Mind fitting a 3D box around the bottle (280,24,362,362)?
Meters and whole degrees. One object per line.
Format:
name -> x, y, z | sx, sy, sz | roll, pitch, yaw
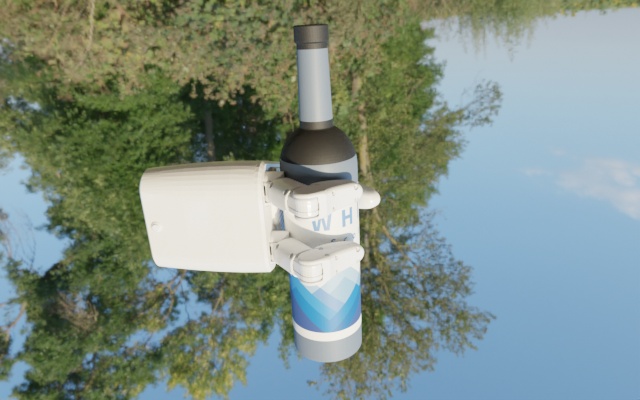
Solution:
bottle -> 0.000, 0.002, 0.422 | 0.069, 0.296, 0.069 | -3, 21, 1
